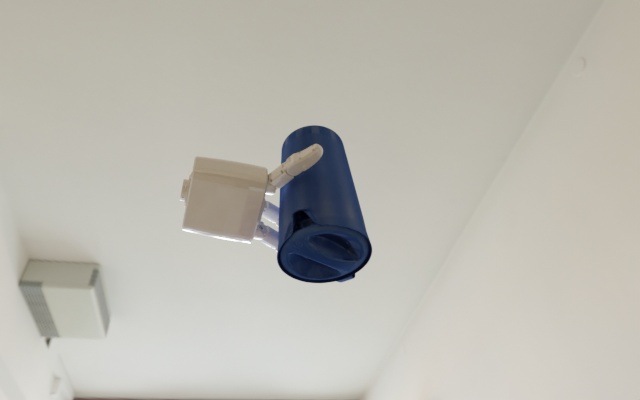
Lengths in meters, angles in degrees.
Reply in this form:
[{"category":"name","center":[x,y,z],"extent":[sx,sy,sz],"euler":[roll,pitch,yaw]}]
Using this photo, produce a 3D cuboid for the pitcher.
[{"category":"pitcher","center":[0.000,0.002,0.748],"extent":[0.145,0.242,0.149],"euler":[10,-46,-17]}]
